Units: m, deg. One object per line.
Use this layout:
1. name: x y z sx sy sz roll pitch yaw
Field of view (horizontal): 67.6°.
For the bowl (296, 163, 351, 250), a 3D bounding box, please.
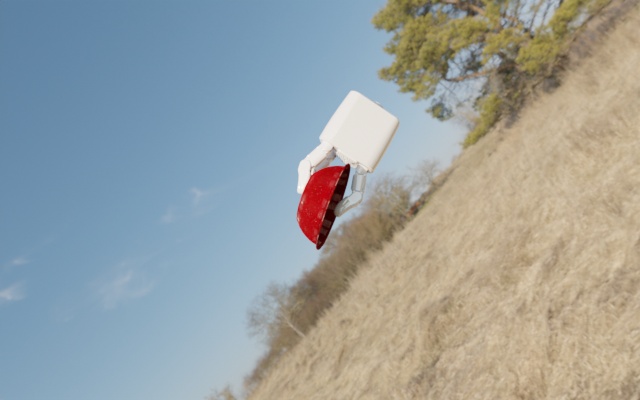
1. bowl: -0.001 0.004 0.837 0.055 0.162 0.162 20 3 9
